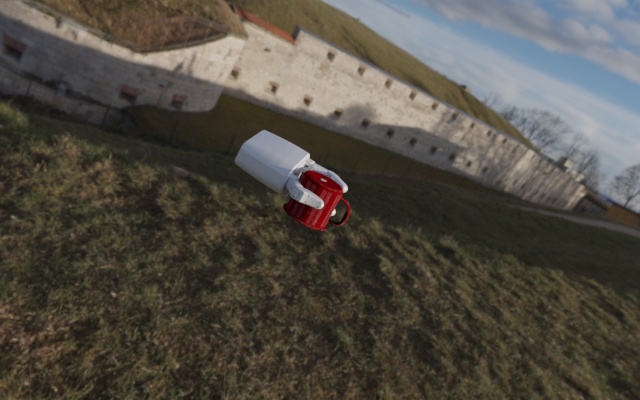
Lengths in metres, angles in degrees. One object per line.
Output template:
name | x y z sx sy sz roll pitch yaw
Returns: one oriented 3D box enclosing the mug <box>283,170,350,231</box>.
mug | 0.001 0.003 0.886 0.117 0.081 0.093 30 16 3
